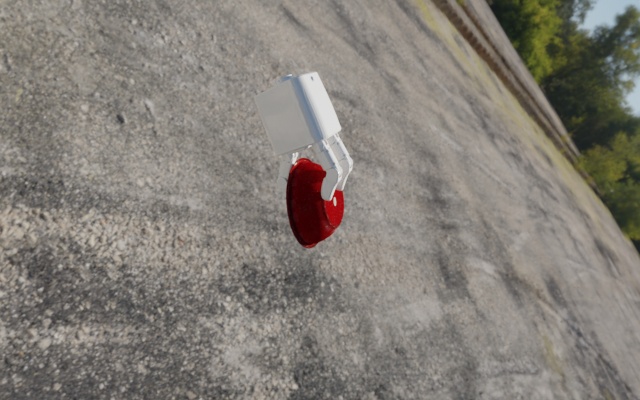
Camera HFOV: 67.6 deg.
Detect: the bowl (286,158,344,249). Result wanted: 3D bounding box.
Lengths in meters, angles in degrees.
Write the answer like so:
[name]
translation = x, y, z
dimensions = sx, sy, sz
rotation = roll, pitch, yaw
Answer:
[bowl]
translation = 0.001, 0.004, 0.837
dimensions = 0.055, 0.162, 0.162
rotation = -4, -2, 23
